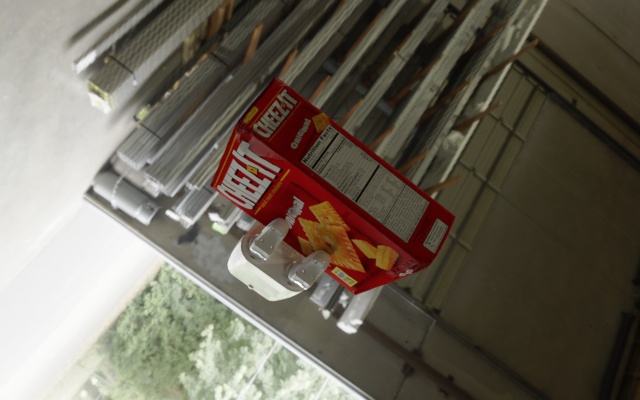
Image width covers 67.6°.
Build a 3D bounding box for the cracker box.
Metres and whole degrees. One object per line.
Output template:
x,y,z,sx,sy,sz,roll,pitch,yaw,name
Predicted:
0.000,0.002,0.490,0.214,0.072,0.164,37,-27,-6,cracker box
